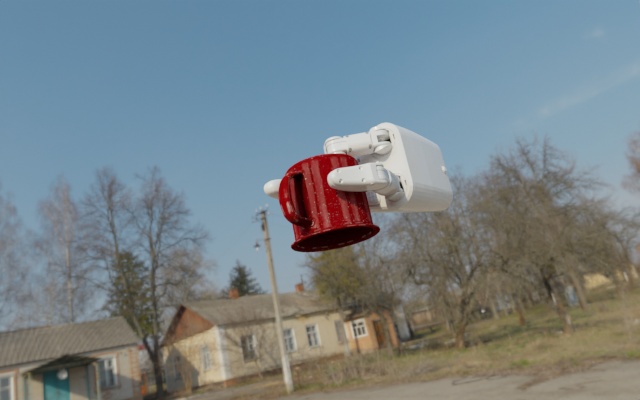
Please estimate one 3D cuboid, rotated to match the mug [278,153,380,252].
[{"bbox_3d":[-0.001,0.001,0.490,0.093,0.081,0.117,-25,-21,37],"label":"mug"}]
